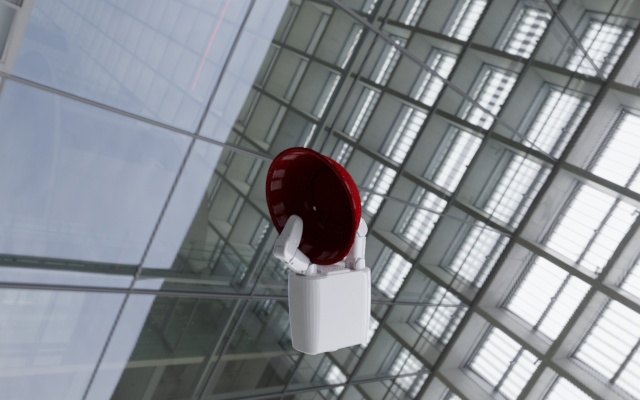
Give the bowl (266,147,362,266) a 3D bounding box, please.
[{"bbox_3d":[0.000,0.001,0.635,0.162,0.162,0.055,0,18,45],"label":"bowl"}]
